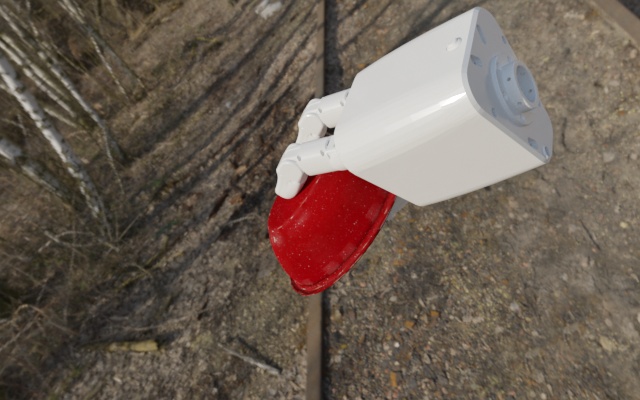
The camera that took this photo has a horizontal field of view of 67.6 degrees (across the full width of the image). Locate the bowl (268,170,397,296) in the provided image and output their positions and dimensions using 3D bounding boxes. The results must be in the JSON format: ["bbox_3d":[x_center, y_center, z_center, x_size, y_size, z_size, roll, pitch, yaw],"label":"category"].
[{"bbox_3d":[-0.001,0.002,0.434,0.055,0.162,0.162,33,-12,-18],"label":"bowl"}]
